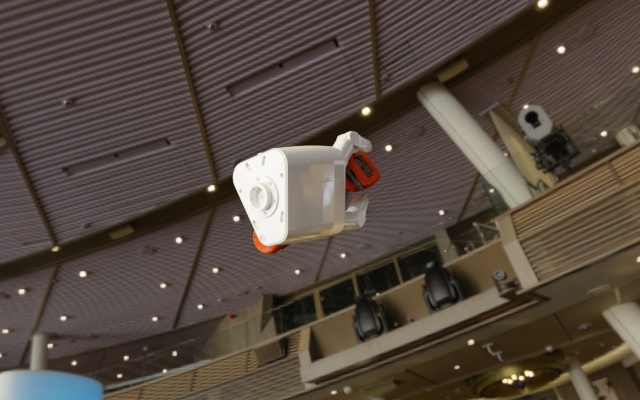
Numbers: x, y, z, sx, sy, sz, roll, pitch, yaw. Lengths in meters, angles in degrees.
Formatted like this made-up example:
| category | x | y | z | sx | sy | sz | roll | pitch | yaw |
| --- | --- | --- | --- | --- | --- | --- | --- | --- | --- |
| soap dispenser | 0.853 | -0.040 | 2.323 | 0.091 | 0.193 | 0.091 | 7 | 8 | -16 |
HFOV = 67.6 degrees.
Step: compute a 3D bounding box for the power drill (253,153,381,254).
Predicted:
| category | x | y | z | sx | sy | sz | roll | pitch | yaw |
| --- | --- | --- | --- | --- | --- | --- | --- | --- | --- |
| power drill | 0.000 | 0.002 | 0.720 | 0.188 | 0.057 | 0.184 | -39 | -1 | 18 |
